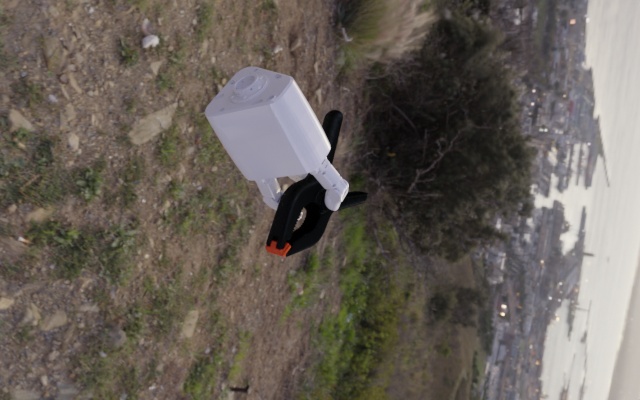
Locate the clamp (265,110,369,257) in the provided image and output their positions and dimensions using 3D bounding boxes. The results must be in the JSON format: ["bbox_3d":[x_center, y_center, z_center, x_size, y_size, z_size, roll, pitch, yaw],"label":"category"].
[{"bbox_3d":[0.000,0.003,0.661,0.036,0.210,0.165,10,-35,36],"label":"clamp"}]
